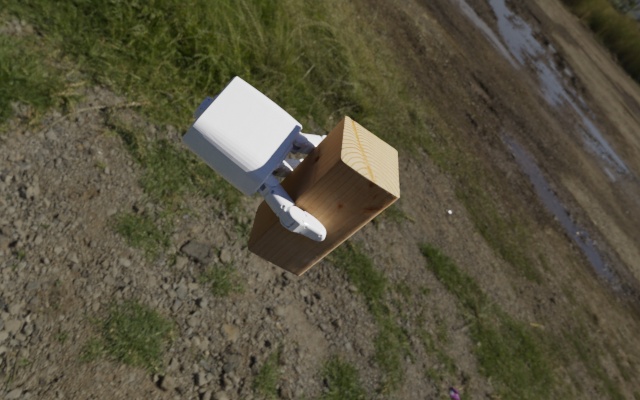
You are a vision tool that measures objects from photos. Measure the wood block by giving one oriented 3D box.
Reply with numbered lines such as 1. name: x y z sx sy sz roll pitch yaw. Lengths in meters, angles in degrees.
1. wood block: 0.000 0.002 0.631 0.090 0.090 0.206 31 -50 -21
